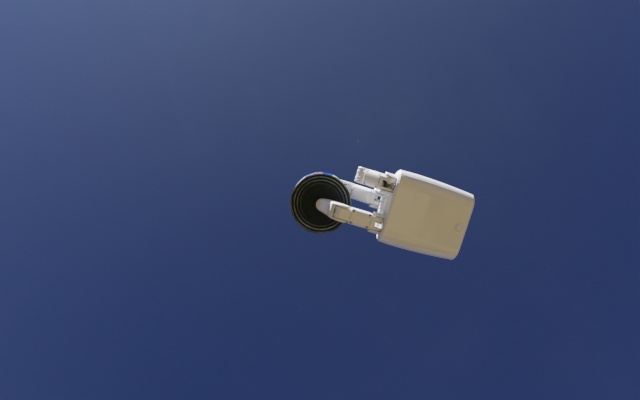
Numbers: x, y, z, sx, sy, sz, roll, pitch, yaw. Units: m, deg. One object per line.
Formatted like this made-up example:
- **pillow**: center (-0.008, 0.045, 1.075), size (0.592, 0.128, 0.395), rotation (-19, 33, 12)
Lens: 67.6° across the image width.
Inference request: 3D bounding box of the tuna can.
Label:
- **tuna can**: center (0.000, 0.002, 0.685), size (0.086, 0.086, 0.033), rotation (0, 9, -1)
